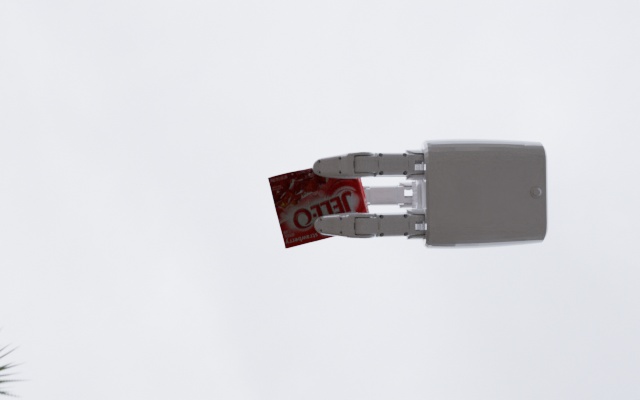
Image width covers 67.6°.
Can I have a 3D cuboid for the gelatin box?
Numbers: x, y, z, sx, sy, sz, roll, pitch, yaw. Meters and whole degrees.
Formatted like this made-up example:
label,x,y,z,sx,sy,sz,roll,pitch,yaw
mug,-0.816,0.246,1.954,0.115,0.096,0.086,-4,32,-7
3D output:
label,x,y,z,sx,sy,sz,roll,pitch,yaw
gelatin box,0.000,0.002,0.472,0.089,0.073,0.030,-14,0,10
